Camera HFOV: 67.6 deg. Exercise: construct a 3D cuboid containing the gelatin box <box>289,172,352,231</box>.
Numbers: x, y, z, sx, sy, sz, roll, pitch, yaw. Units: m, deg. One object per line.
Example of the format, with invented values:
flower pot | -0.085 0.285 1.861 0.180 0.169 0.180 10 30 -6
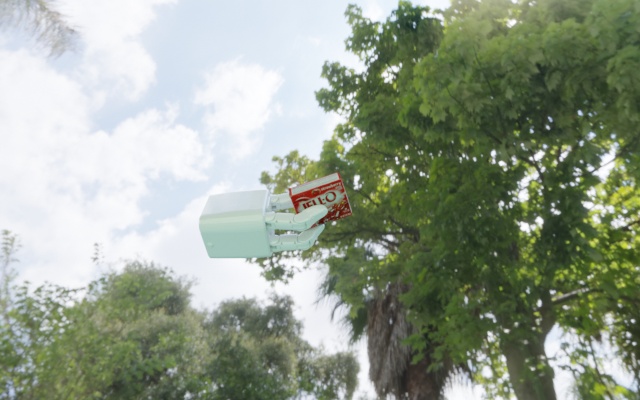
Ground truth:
gelatin box | 0.000 0.002 0.789 0.089 0.073 0.030 -18 31 2
